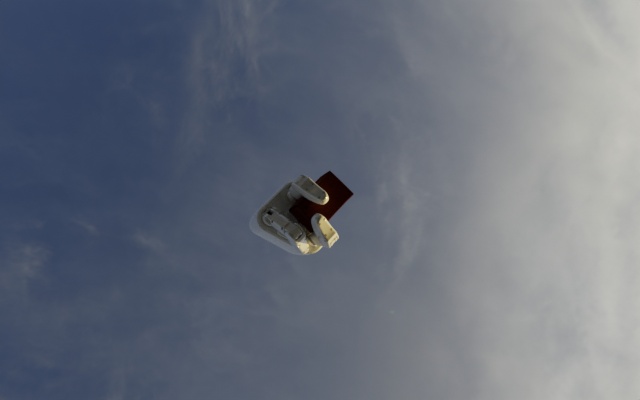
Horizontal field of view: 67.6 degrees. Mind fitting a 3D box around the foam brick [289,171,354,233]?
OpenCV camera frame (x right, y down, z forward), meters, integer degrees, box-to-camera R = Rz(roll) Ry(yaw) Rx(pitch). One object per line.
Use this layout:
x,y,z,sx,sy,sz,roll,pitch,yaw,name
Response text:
0.000,0.002,0.722,0.078,0.053,0.051,-46,5,-18,foam brick
